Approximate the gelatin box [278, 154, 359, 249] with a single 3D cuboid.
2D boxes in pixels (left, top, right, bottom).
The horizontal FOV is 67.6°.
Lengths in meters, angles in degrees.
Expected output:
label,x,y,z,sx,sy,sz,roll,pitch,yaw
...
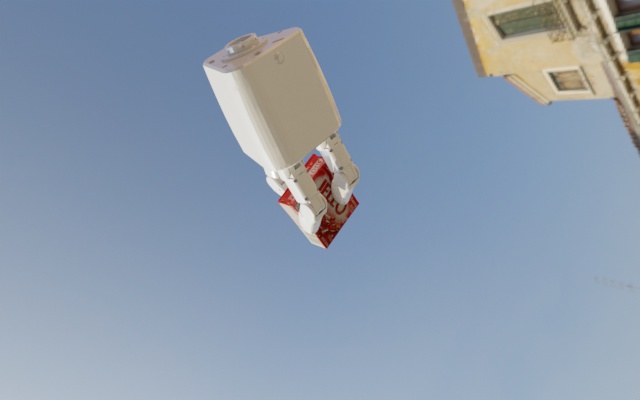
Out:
label,x,y,z,sx,sy,sz,roll,pitch,yaw
gelatin box,0.000,0.002,0.560,0.030,0.073,0.089,18,-27,43
